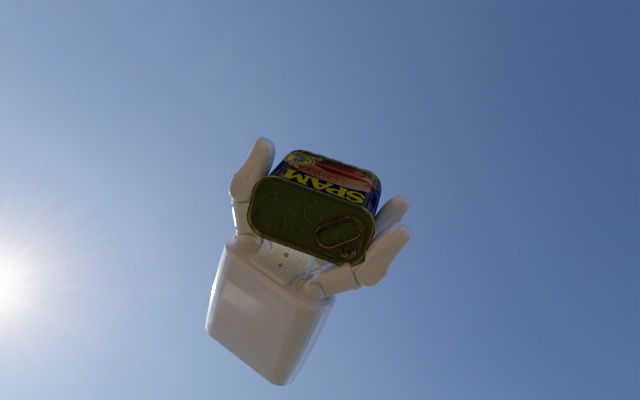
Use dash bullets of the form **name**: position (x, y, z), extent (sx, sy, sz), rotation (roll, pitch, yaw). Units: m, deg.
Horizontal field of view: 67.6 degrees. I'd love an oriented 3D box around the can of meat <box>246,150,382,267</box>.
- **can of meat**: position (0.000, 0.001, 0.412), extent (0.102, 0.057, 0.084), rotation (19, 27, 5)
